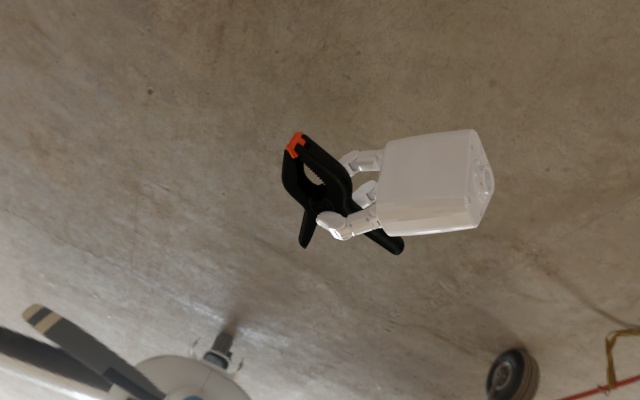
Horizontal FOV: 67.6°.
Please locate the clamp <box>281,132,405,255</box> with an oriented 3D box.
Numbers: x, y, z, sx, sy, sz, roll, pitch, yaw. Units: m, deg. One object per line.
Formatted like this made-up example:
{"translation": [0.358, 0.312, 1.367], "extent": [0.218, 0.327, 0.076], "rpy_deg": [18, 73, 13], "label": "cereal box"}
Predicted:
{"translation": [0.000, 0.002, 0.629], "extent": [0.164, 0.036, 0.210], "rpy_deg": [-7, -48, 36], "label": "clamp"}
